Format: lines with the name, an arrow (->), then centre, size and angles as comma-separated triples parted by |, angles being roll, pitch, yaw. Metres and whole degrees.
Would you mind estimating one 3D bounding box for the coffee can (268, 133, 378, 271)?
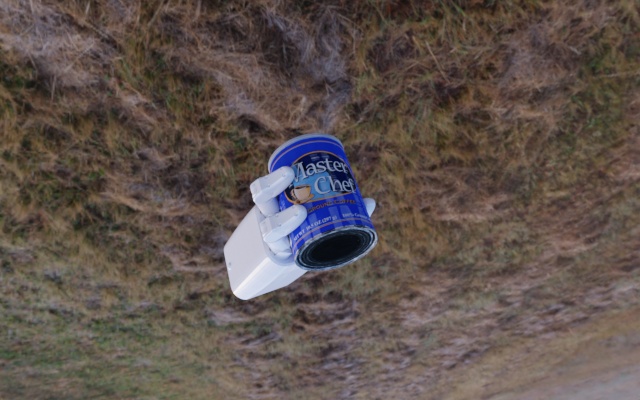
coffee can -> 0.000, 0.002, 0.595 | 0.103, 0.140, 0.103 | -14, -31, -8
